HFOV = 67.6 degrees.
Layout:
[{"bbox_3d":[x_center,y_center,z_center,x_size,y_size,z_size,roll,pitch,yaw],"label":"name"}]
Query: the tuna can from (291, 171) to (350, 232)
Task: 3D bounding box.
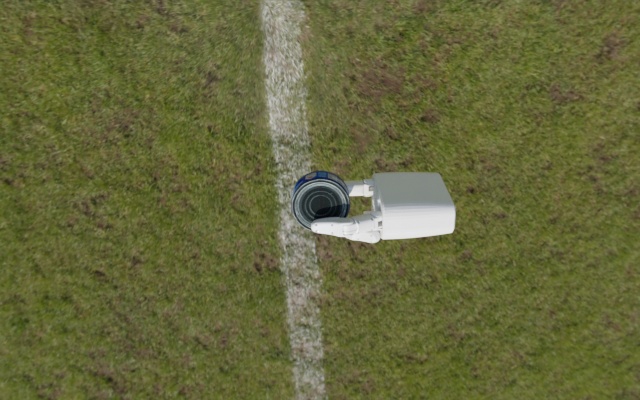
[{"bbox_3d":[0.000,0.002,0.690,0.086,0.086,0.033,0,23,-1],"label":"tuna can"}]
